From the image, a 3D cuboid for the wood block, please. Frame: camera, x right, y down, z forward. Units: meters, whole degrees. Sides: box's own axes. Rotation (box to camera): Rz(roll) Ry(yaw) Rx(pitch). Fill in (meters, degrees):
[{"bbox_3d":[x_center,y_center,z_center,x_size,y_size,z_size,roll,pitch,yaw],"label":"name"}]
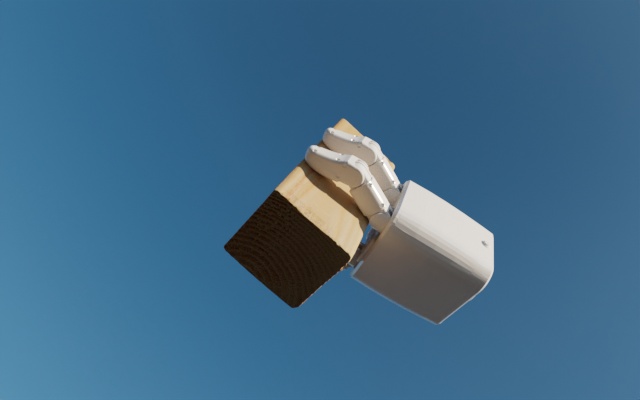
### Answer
[{"bbox_3d":[0.000,0.002,0.502,0.091,0.090,0.206,-46,4,31],"label":"wood block"}]
